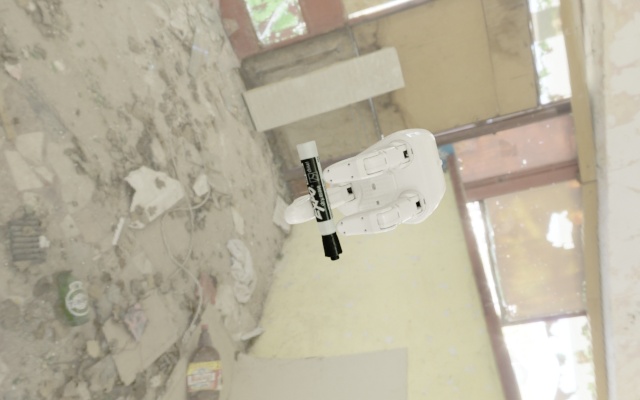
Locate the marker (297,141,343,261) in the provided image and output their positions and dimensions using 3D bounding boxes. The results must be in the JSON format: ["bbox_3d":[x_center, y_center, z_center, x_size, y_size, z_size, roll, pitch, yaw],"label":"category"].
[{"bbox_3d":[0.000,0.002,0.475,0.020,0.121,0.020,-14,7,2],"label":"marker"}]
